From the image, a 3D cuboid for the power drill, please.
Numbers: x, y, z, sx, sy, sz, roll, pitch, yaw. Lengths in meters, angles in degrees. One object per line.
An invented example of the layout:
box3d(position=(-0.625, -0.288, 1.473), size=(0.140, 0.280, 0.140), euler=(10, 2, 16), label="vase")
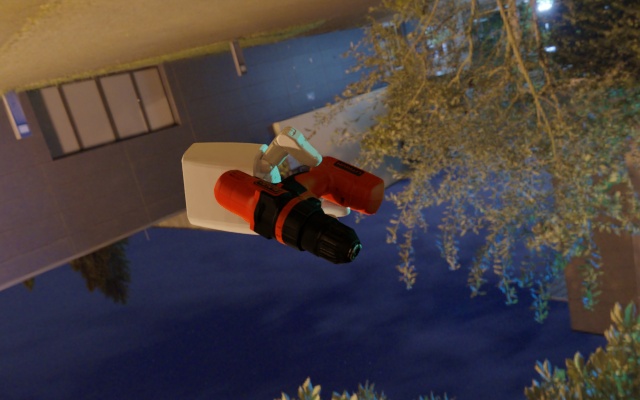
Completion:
box3d(position=(0.000, 0.002, 0.557), size=(0.184, 0.057, 0.187), euler=(27, 24, 27), label="power drill")
